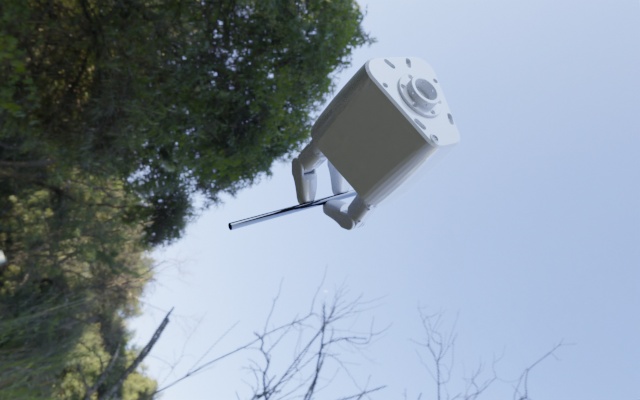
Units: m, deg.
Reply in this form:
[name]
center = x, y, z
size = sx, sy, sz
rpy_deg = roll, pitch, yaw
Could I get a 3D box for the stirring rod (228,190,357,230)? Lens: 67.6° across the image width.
[stirring rod]
center = 0.000, 0.002, 0.559
size = 0.239, 0.011, 0.011
rpy_deg = -15, 9, -37
